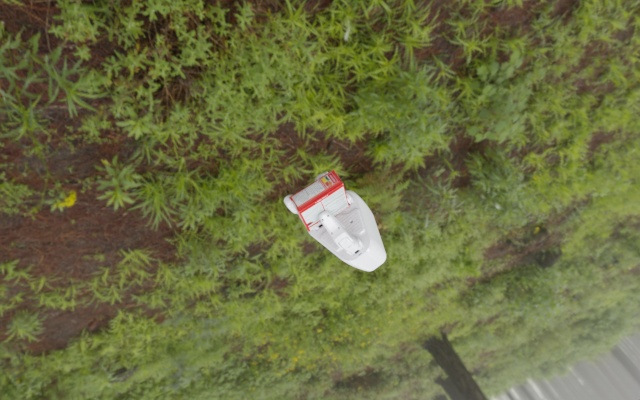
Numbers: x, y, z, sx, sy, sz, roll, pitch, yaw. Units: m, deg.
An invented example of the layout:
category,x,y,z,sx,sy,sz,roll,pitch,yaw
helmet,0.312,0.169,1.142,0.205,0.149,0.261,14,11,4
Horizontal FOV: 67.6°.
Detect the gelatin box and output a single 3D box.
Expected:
category,x,y,z,sx,sy,sz,roll,pitch,yaw
gelatin box,0.000,0.002,0.683,0.073,0.030,0.089,-32,-23,-4
